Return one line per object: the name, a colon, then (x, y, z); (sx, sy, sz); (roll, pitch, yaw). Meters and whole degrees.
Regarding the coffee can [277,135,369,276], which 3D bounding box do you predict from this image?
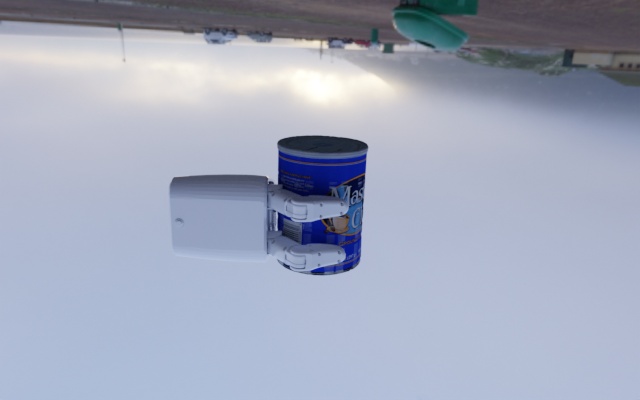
coffee can: (0.000, 0.002, 0.557); (0.103, 0.140, 0.102); (2, 17, -1)
